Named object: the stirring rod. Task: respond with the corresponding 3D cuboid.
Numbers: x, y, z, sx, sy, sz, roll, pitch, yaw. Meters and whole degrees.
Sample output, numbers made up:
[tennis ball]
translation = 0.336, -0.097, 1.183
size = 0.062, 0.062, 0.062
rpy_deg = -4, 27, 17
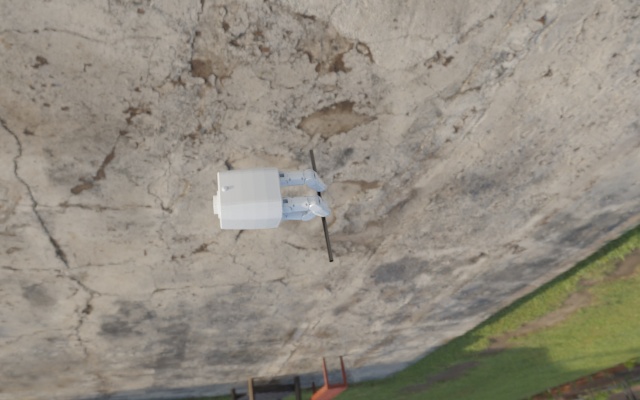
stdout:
[stirring rod]
translation = 0.000, 0.003, 0.879
size = 0.011, 0.239, 0.011
rpy_deg = -8, -31, -5
